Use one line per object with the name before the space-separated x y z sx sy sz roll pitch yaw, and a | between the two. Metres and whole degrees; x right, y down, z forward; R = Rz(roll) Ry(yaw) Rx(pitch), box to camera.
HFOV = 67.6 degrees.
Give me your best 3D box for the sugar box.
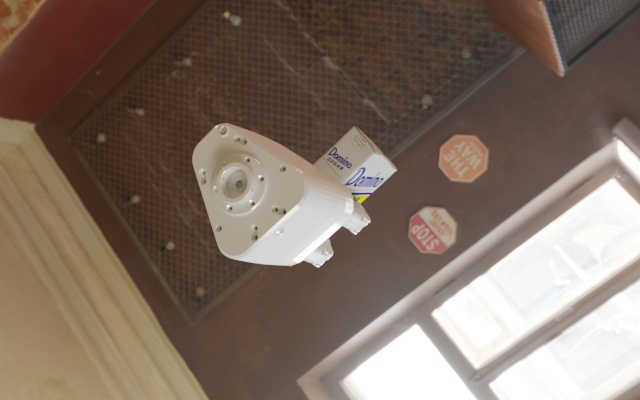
sugar box | 0.000 0.002 0.538 0.176 0.048 0.093 -41 -21 12
